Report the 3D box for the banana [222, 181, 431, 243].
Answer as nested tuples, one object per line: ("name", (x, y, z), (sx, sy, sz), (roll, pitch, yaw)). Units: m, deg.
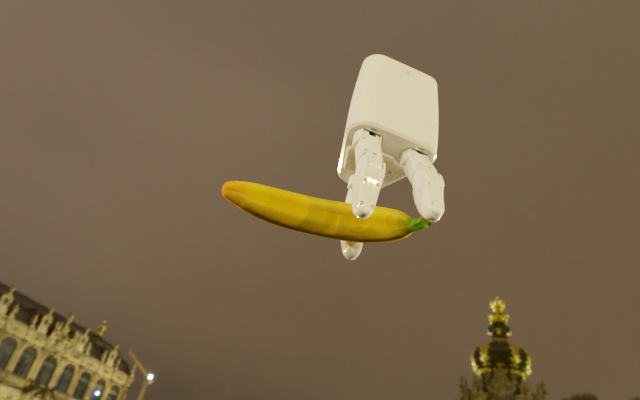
("banana", (0.004, 0.011, 0.469), (0.198, 0.037, 0.070), (8, -29, 8))
